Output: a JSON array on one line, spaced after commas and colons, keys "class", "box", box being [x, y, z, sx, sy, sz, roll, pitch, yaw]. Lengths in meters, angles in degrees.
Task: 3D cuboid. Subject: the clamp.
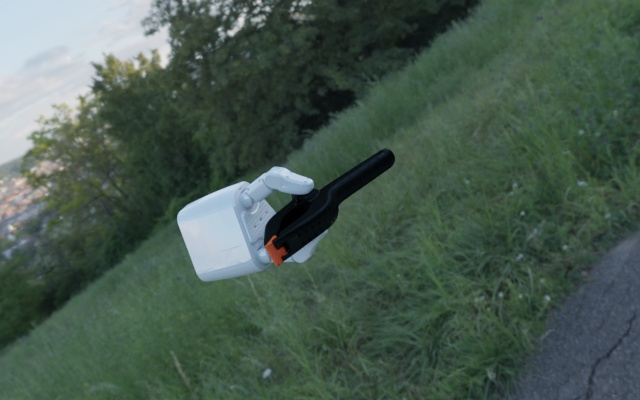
[{"class": "clamp", "box": [-0.001, 0.002, 0.578, 0.164, 0.036, 0.210, -19, 21, 29]}]
